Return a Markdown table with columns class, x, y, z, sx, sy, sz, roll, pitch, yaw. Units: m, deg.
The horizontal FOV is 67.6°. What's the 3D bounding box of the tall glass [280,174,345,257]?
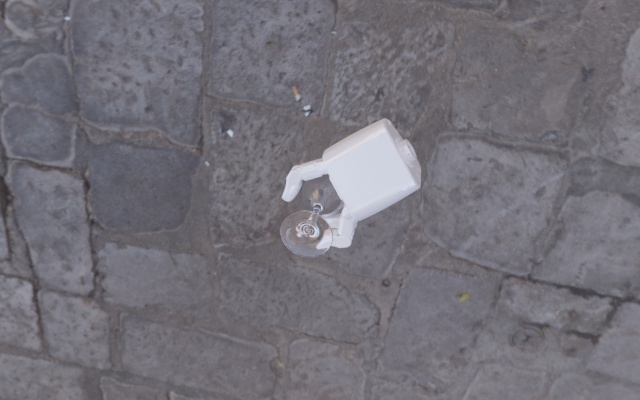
| class | x | y | z | sx | sy | sz | roll | pitch | yaw |
| --- | --- | --- | --- | --- | --- | --- | --- | --- | --- |
| tall glass | 0.000 | 0.003 | 0.742 | 0.079 | 0.079 | 0.201 | 0 | 26 | 12 |
